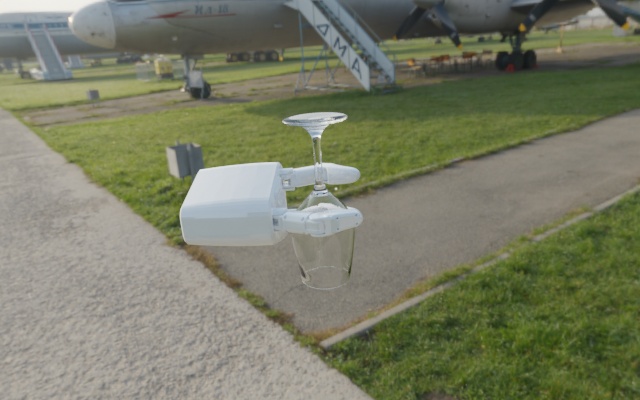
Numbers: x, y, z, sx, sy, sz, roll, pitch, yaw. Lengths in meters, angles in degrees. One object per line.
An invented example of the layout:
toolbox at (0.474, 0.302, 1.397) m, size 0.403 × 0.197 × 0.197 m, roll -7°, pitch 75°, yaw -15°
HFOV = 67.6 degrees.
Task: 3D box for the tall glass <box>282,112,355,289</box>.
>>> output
tall glass at (0.000, 0.001, 0.565) m, size 0.079 × 0.201 × 0.079 m, roll -4°, pitch 19°, yaw 1°
